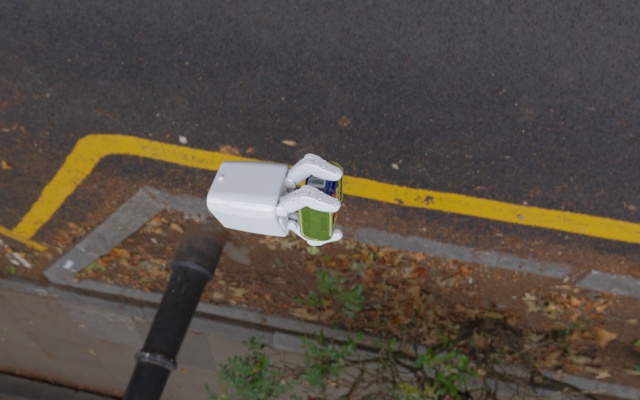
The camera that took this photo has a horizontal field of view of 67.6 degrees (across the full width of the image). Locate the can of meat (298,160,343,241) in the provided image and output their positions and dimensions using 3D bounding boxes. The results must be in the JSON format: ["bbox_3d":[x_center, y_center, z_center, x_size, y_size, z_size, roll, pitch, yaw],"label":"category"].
[{"bbox_3d":[0.000,0.003,0.735,0.057,0.084,0.102,8,-38,8],"label":"can of meat"}]
